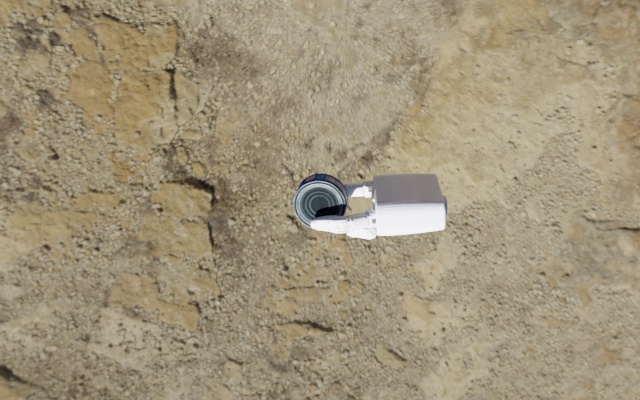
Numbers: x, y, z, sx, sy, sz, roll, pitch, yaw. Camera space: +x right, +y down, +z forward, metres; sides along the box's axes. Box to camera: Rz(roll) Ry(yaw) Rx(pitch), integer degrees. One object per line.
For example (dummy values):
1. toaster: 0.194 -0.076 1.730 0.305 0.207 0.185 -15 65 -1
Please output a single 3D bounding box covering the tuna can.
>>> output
1. tuna can: 0.000 0.003 0.758 0.086 0.086 0.033 0 21 7
